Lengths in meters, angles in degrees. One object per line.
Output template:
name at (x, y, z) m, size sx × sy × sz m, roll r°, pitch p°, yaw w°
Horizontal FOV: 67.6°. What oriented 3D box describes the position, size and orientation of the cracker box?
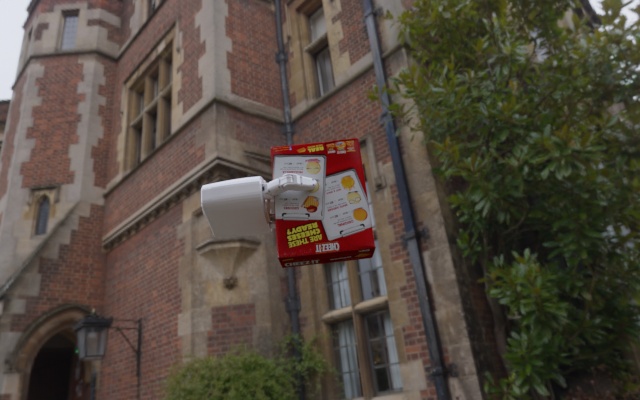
cracker box at (0.000, 0.003, 0.850) m, size 0.164 × 0.213 × 0.072 m, roll -6°, pitch -24°, yaw 0°
